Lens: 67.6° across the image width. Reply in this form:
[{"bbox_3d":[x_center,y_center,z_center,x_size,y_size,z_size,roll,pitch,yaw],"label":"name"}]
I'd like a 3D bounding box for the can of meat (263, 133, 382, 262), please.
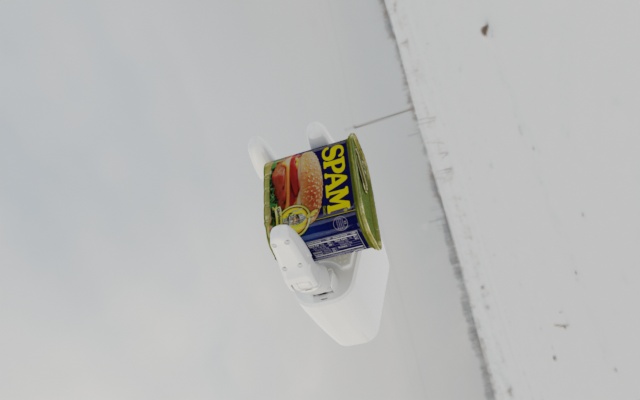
[{"bbox_3d":[0.000,0.001,0.405,0.084,0.102,0.057,-15,-38,14],"label":"can of meat"}]
